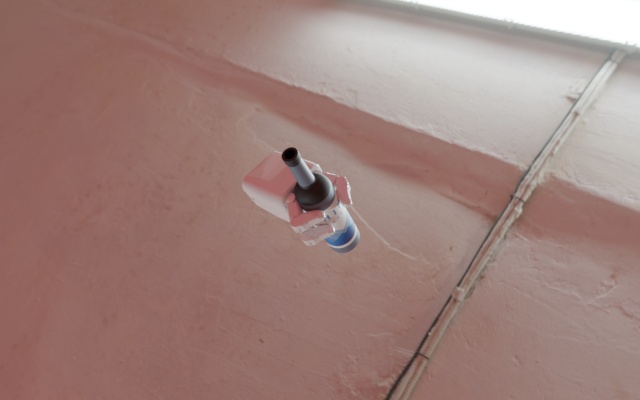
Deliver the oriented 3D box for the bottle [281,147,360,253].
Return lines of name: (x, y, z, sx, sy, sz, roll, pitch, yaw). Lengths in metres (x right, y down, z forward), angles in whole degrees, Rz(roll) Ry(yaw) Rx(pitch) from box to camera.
bottle: (0.000, 0.003, 0.846, 0.069, 0.069, 0.296, 0, -30, 22)
